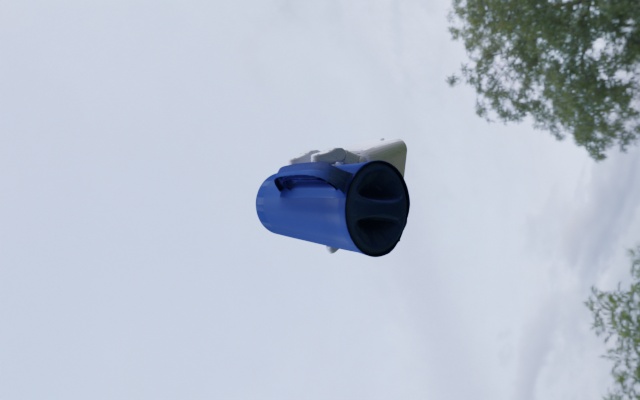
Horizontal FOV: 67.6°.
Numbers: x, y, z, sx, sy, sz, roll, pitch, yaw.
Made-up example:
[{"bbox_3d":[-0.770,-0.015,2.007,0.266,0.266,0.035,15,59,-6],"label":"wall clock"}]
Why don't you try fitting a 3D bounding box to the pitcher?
[{"bbox_3d":[0.000,0.002,0.734,0.145,0.149,0.243,-22,16,-39],"label":"pitcher"}]
